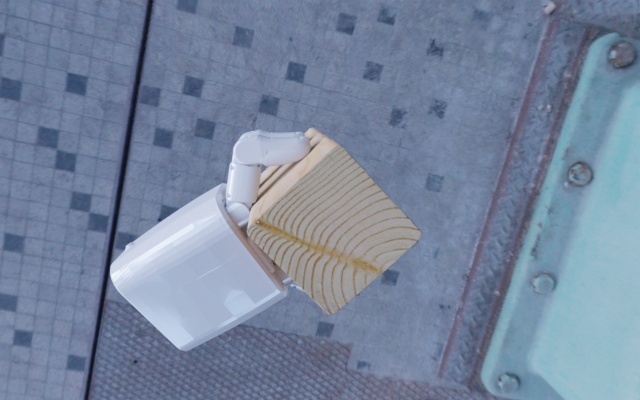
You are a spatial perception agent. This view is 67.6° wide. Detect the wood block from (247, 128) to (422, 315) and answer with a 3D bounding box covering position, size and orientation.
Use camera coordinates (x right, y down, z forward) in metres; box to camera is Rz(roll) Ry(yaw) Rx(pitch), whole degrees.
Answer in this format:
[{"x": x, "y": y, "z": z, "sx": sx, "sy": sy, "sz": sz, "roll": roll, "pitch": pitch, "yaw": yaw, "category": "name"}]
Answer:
[{"x": 0.000, "y": 0.002, "z": 0.425, "sx": 0.090, "sy": 0.091, "sz": 0.206, "roll": -42, "pitch": 13, "yaw": 4, "category": "wood block"}]
